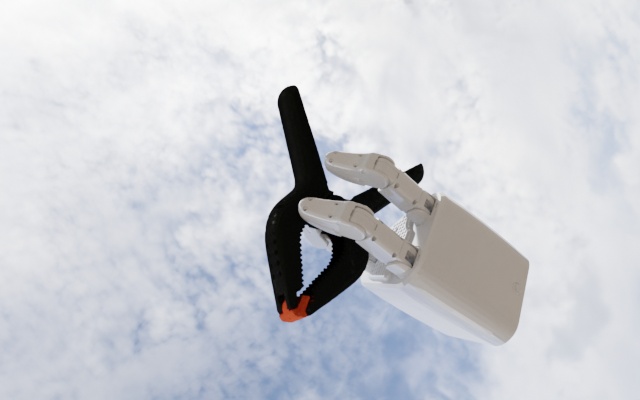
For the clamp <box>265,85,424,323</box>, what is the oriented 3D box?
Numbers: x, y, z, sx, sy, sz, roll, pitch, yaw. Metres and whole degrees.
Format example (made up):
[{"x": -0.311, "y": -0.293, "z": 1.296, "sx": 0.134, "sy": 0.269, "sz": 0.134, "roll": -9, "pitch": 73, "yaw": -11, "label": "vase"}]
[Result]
[{"x": 0.000, "y": 0.002, "z": 0.419, "sx": 0.164, "sy": 0.210, "sz": 0.036, "roll": 34, "pitch": -34, "yaw": -10, "label": "clamp"}]
